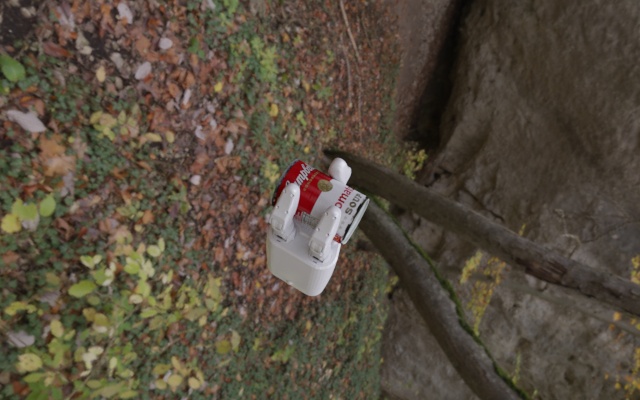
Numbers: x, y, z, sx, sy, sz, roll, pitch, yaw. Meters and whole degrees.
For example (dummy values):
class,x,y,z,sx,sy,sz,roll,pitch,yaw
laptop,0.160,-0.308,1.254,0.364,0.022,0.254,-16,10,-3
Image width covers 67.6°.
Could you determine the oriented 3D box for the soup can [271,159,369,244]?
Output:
class,x,y,z,sx,sy,sz,roll,pitch,yaw
soup can,0.000,0.002,0.589,0.102,0.068,0.068,29,6,10
